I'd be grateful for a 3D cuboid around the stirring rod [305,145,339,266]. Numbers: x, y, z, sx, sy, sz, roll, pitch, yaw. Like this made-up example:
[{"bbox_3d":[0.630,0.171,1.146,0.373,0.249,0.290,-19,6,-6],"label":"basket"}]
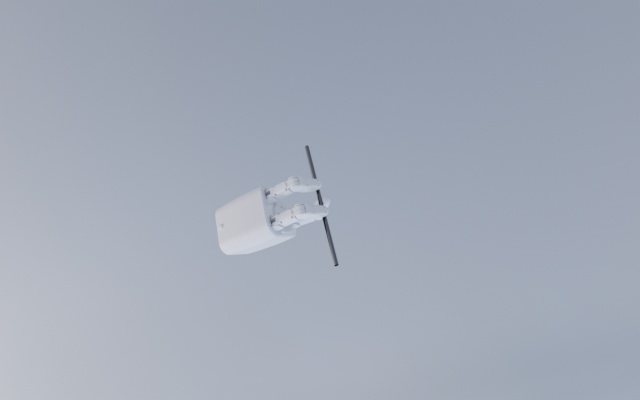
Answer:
[{"bbox_3d":[0.000,0.003,0.835,0.011,0.239,0.011,-11,-28,-6],"label":"stirring rod"}]
